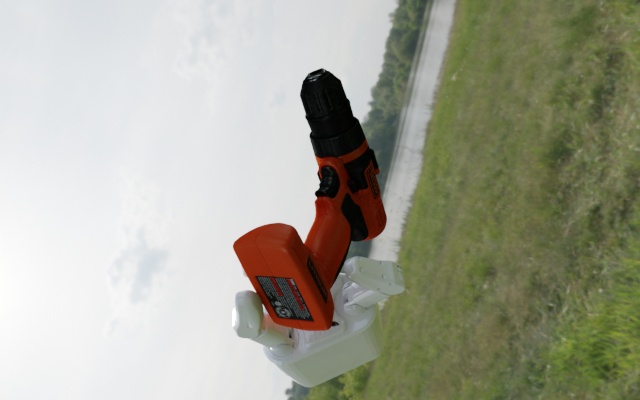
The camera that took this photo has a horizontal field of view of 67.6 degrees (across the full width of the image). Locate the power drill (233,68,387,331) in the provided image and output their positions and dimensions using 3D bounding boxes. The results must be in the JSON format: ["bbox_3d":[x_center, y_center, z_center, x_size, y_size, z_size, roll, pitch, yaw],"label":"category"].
[{"bbox_3d":[0.000,0.002,0.418,0.057,0.184,0.187,-3,36,31],"label":"power drill"}]
